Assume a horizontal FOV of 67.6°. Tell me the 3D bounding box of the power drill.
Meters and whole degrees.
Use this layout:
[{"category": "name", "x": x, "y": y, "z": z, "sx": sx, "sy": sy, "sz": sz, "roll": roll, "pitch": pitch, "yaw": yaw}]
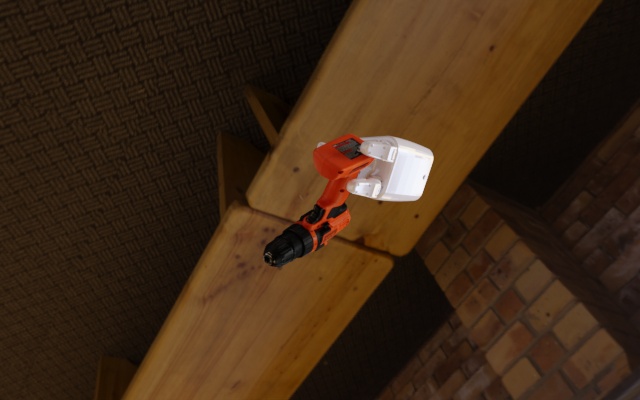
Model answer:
[{"category": "power drill", "x": 0.000, "y": 0.002, "z": 0.701, "sx": 0.057, "sy": 0.188, "sz": 0.184, "roll": 39, "pitch": 41, "yaw": 18}]
